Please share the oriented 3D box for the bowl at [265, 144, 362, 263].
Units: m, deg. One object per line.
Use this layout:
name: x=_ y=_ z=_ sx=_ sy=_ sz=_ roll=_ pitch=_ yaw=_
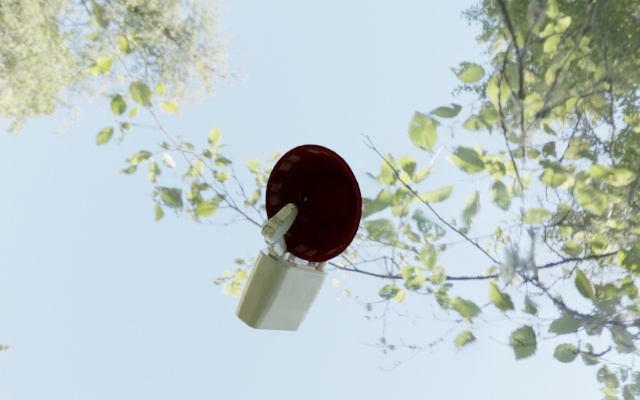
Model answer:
bowl: x=0.001 y=0.001 z=0.667 sx=0.162 sy=0.162 sz=0.055 roll=0 pitch=5 yaw=35
